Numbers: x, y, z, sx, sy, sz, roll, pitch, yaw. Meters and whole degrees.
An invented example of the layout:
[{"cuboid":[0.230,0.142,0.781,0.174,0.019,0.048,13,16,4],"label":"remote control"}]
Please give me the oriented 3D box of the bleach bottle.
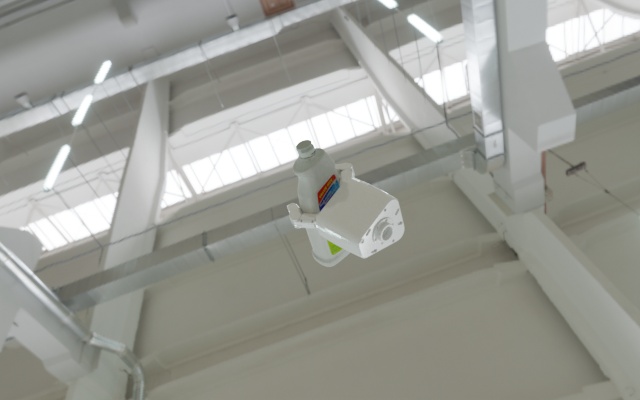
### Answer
[{"cuboid":[0.000,0.003,0.885,0.102,0.251,0.068,-38,40,-21],"label":"bleach bottle"}]
